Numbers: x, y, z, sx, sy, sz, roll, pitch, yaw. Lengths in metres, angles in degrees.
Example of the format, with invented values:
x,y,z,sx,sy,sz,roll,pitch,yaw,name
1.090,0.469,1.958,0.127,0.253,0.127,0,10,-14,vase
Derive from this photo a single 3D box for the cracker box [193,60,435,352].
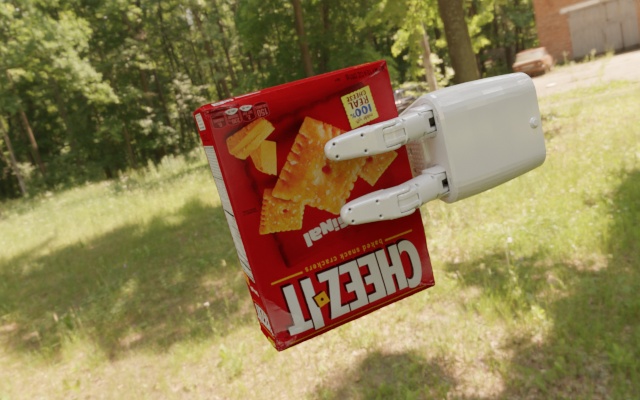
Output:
x,y,z,sx,sy,sz,roll,pitch,yaw,name
0.000,0.001,0.427,0.164,0.214,0.072,-19,12,-17,cracker box
